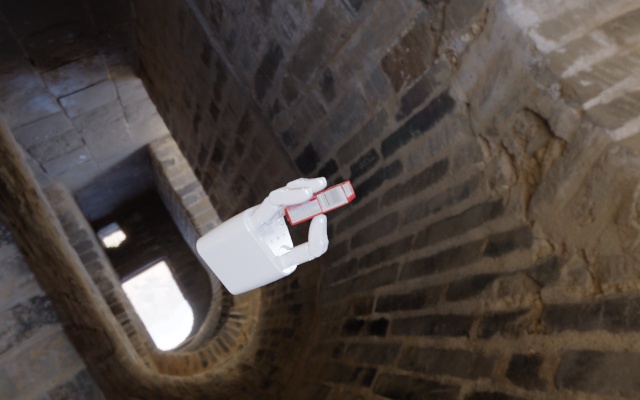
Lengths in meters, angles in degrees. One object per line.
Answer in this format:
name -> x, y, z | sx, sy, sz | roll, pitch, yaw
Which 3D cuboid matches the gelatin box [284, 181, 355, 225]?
gelatin box -> 0.001, 0.003, 0.677 | 0.089, 0.030, 0.073 | -22, 1, 14
